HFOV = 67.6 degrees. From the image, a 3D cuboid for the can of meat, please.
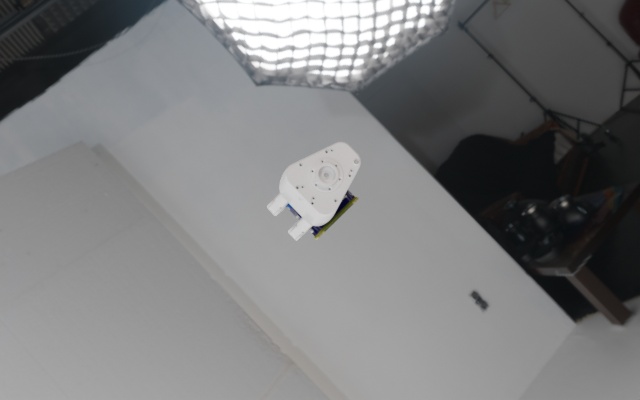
[{"bbox_3d":[0.000,0.002,0.821,0.102,0.084,0.057,-44,-1,-7],"label":"can of meat"}]
